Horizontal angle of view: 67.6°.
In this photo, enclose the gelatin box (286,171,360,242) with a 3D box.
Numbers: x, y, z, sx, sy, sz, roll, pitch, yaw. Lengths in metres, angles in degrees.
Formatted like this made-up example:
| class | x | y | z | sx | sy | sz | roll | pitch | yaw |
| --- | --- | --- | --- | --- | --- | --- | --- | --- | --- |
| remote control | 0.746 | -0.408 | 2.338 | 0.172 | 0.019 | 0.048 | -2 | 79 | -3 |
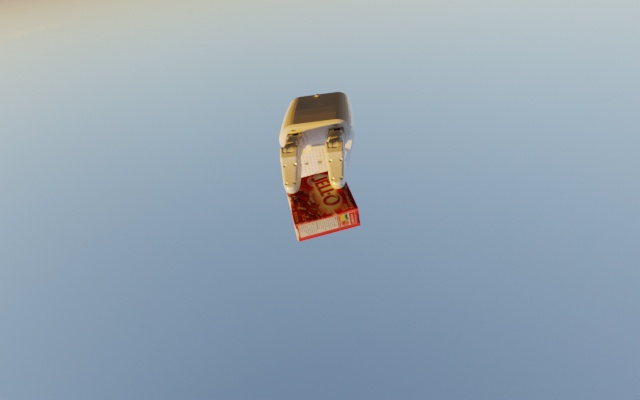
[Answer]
| class | x | y | z | sx | sy | sz | roll | pitch | yaw |
| --- | --- | --- | --- | --- | --- | --- | --- | --- | --- |
| gelatin box | 0.000 | 0.002 | 0.561 | 0.073 | 0.030 | 0.089 | -14 | 38 | -3 |
